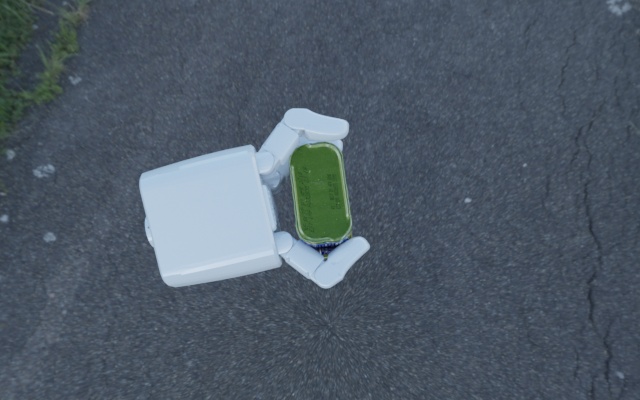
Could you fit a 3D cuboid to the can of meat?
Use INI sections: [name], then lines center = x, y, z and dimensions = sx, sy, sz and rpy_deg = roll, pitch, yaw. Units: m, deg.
[can of meat]
center = 0.000, 0.002, 0.474
dimensions = 0.057, 0.102, 0.084
rpy_deg = -8, -14, 0
